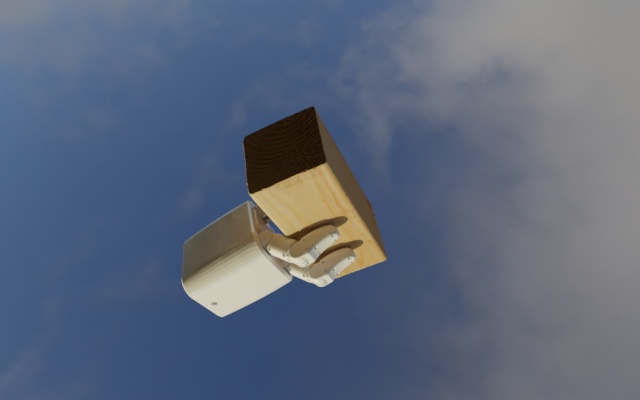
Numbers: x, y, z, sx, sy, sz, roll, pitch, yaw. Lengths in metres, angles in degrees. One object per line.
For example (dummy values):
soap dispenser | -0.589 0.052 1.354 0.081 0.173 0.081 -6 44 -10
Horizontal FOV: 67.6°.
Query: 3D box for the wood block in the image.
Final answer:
wood block | 0.000 0.002 0.572 0.090 0.090 0.206 -22 -40 11
